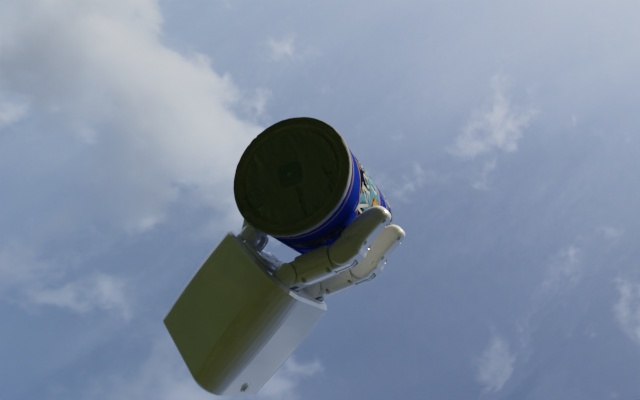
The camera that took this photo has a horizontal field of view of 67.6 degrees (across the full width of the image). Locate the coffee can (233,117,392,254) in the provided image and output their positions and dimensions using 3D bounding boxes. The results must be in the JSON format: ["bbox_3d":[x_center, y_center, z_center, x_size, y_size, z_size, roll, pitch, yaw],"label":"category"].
[{"bbox_3d":[0.000,0.001,0.440,0.103,0.102,0.140,0,-19,23],"label":"coffee can"}]
